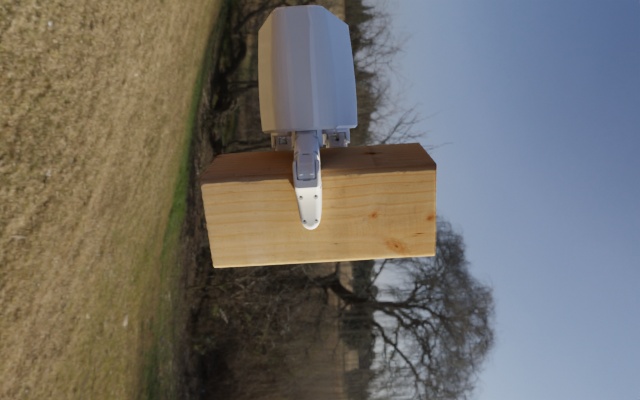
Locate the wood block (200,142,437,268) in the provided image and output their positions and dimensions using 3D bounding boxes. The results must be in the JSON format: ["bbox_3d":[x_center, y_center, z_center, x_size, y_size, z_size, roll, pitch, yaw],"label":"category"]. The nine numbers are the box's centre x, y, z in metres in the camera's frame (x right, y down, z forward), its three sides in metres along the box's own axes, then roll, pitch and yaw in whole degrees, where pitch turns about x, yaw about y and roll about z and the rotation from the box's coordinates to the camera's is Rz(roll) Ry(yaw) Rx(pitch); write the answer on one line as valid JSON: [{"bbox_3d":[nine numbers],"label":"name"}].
[{"bbox_3d":[0.000,0.001,0.465,0.206,0.090,0.090,-3,20,2],"label":"wood block"}]
